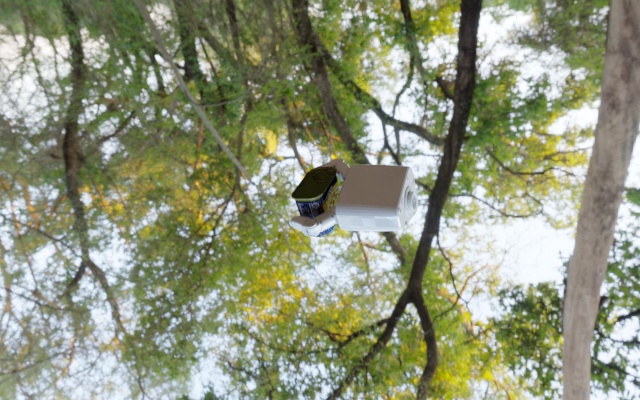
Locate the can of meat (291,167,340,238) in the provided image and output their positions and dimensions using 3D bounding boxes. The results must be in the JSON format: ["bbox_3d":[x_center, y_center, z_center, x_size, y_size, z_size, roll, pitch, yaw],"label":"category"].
[{"bbox_3d":[0.000,0.003,0.832,0.057,0.084,0.102,0,35,26],"label":"can of meat"}]
